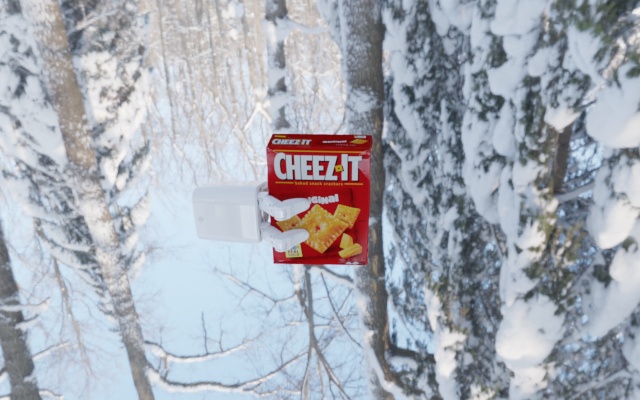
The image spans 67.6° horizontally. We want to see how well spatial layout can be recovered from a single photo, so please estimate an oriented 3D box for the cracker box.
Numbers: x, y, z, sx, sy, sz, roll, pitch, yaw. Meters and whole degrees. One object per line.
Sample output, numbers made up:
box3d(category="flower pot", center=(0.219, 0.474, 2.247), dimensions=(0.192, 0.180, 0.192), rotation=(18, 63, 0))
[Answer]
box3d(category="cracker box", center=(0.000, 0.003, 0.785), dimensions=(0.164, 0.214, 0.072), rotation=(1, 26, 4))
